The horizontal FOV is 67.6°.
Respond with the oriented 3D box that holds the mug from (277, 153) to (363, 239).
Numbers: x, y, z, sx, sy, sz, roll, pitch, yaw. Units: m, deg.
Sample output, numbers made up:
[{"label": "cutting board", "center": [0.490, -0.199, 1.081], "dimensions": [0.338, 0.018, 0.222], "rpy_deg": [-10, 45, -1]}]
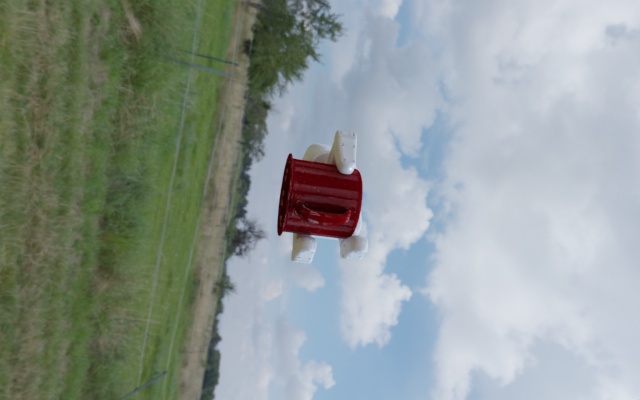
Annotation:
[{"label": "mug", "center": [0.000, 0.002, 0.523], "dimensions": [0.081, 0.093, 0.117], "rpy_deg": [8, 13, -10]}]
